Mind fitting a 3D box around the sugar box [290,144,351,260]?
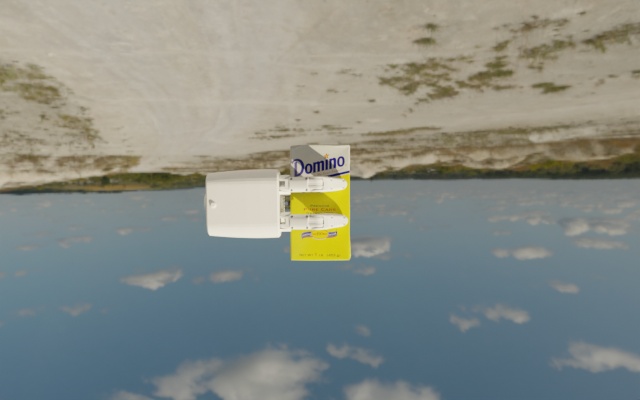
[{"bbox_3d":[0.000,0.003,0.738,0.093,0.176,0.048,-1,3,2],"label":"sugar box"}]
